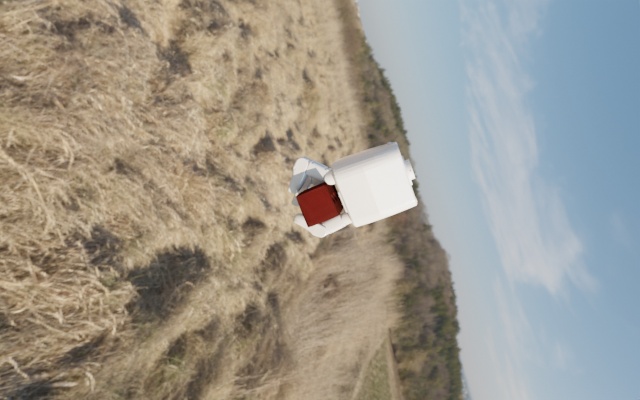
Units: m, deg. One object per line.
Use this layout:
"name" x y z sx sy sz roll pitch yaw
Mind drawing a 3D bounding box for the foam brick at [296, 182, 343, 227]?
"foam brick" 0.000 0.003 0.750 0.051 0.053 0.078 -21 6 11
